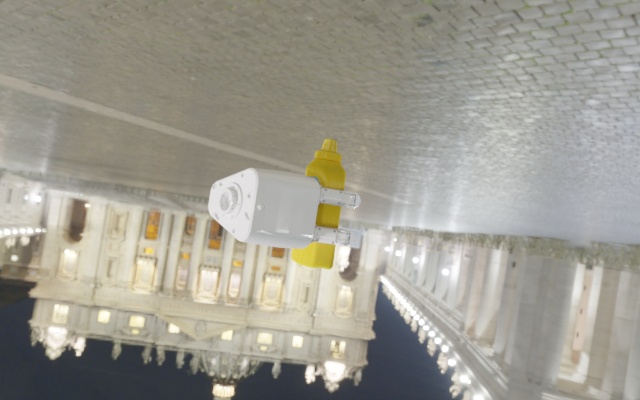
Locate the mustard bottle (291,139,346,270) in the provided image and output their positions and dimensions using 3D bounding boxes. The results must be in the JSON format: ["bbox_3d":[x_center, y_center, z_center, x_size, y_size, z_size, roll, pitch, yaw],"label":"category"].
[{"bbox_3d":[0.000,0.003,0.722,0.058,0.191,0.096,9,0,-19],"label":"mustard bottle"}]
